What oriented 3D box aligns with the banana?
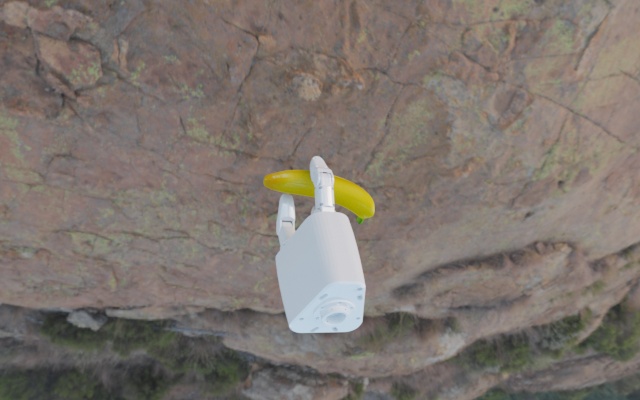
[{"bbox_3d":[0.015,-0.007,0.679,0.198,0.037,0.070,24,-51,-36],"label":"banana"}]
